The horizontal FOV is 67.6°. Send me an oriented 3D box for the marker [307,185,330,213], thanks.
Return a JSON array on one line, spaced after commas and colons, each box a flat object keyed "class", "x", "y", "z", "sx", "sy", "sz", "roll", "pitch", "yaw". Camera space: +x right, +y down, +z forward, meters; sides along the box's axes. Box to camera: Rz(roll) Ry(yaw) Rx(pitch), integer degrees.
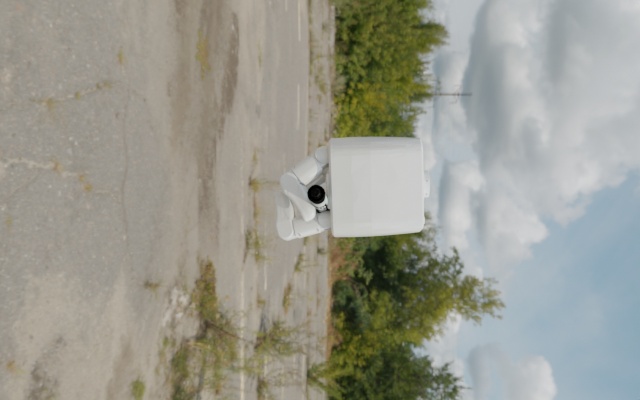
[{"class": "marker", "x": 0.000, "y": 0.002, "z": 0.542, "sx": 0.020, "sy": 0.020, "sz": 0.121, "roll": 0, "pitch": -10, "yaw": 5}]
